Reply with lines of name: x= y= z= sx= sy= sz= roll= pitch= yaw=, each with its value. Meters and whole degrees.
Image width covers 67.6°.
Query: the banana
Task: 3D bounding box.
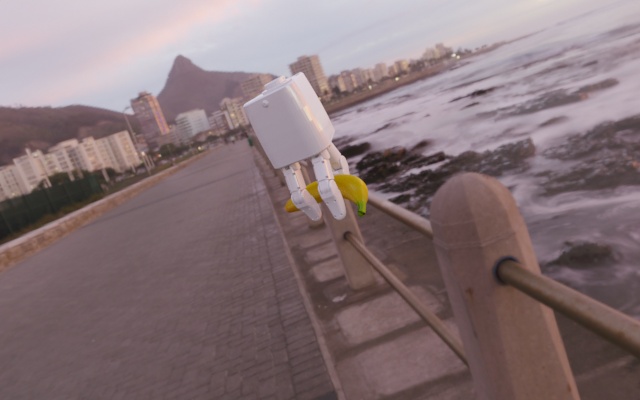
banana: x=0.013 y=-0.010 z=0.760 sx=0.198 sy=0.037 sz=0.069 roll=-1 pitch=42 yaw=54
